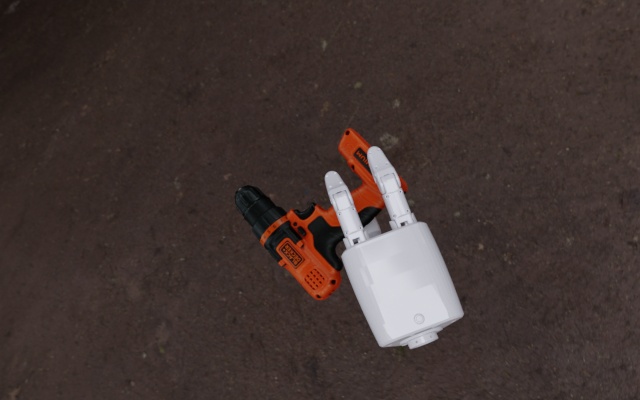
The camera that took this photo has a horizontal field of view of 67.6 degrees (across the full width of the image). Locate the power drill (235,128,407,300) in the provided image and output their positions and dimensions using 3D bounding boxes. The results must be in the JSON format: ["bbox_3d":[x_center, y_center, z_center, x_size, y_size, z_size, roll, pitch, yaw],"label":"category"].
[{"bbox_3d":[0.001,0.002,0.602,0.184,0.188,0.057,46,12,13],"label":"power drill"}]
